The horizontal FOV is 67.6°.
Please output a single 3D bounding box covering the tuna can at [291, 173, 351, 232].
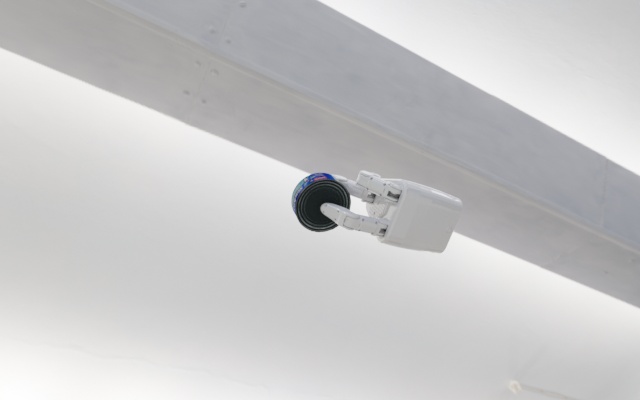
[{"bbox_3d":[0.000,0.002,0.715,0.086,0.086,0.033,0,23,-18],"label":"tuna can"}]
